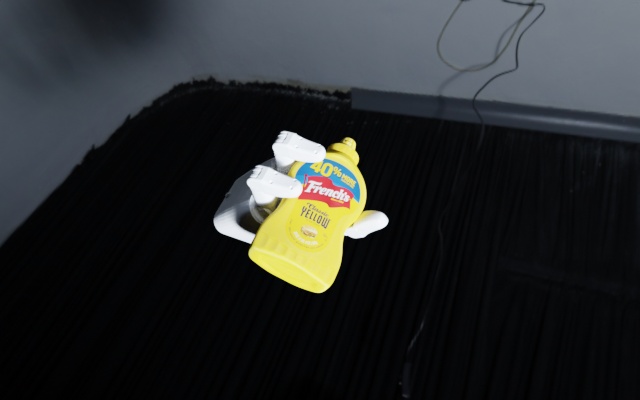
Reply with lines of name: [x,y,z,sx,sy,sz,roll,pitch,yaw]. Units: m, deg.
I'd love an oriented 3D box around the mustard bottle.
mustard bottle: [0.000,0.002,0.549,0.096,0.191,0.058,27,-30,-3]
